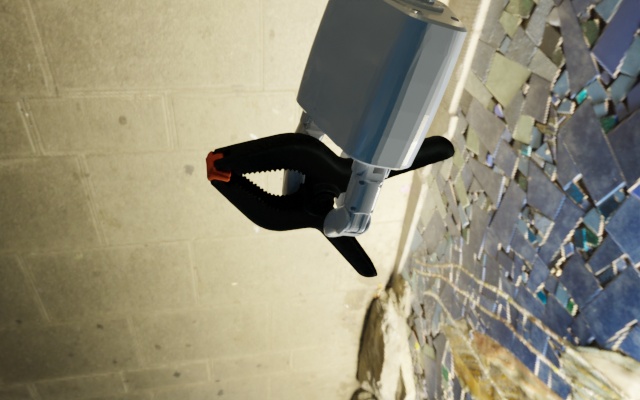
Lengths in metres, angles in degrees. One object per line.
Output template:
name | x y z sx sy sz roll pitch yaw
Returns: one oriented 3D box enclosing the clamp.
clamp | 0.000 0.002 0.428 0.210 0.165 0.036 7 32 -21
